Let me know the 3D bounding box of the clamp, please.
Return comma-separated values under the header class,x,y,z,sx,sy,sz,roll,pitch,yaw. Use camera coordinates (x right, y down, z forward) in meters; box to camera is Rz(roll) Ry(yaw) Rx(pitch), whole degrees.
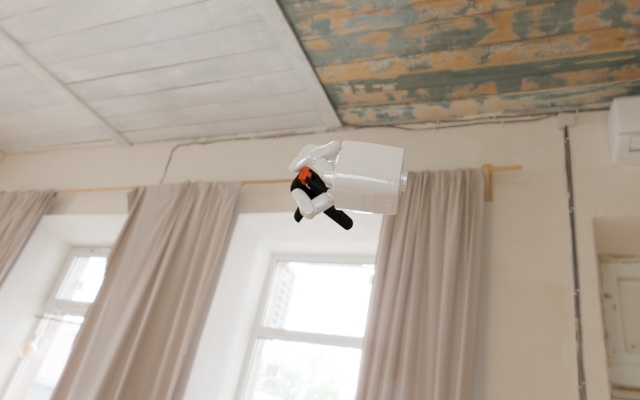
class,x,y,z,sx,sy,sz,roll,pitch,yaw
clamp,0.000,0.002,0.872,0.120,0.039,0.172,7,-29,10
